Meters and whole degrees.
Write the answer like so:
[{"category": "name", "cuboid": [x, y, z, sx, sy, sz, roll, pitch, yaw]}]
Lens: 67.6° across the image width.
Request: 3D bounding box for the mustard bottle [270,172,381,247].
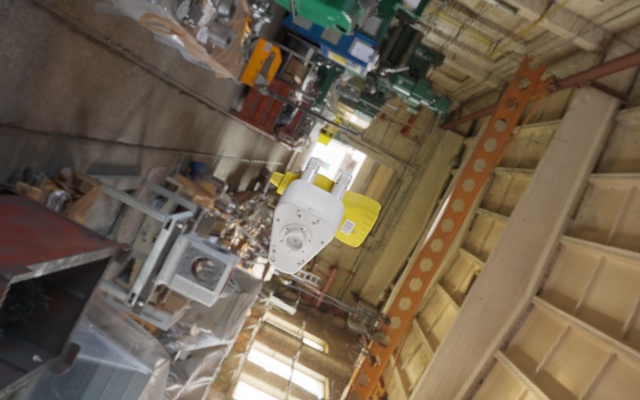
[{"category": "mustard bottle", "cuboid": [0.000, 0.003, 0.827, 0.191, 0.096, 0.058, 27, 44, -1]}]
